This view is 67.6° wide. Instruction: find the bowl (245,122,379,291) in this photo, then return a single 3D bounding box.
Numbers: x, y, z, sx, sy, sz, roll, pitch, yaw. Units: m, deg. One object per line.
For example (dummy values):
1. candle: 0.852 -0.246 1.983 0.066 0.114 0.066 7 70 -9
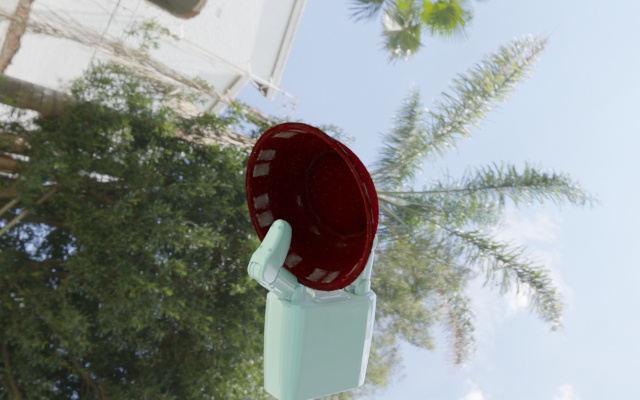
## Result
1. bowl: 0.001 0.000 0.455 0.162 0.162 0.055 0 16 44
